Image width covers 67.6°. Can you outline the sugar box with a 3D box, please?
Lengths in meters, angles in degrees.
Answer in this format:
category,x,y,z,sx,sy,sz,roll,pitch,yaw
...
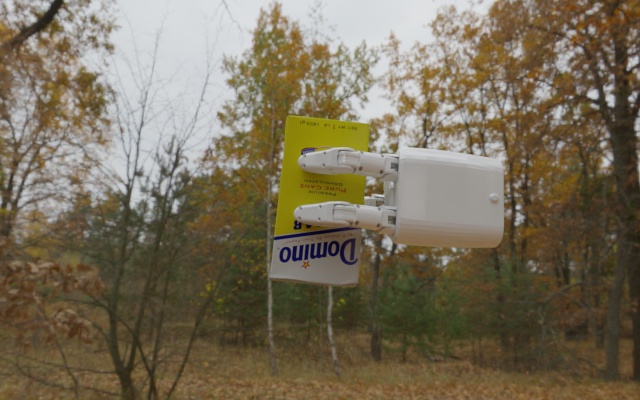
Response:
category,x,y,z,sx,sy,sz,roll,pitch,yaw
sugar box,0.000,0.001,0.515,0.093,0.176,0.048,5,-13,-2
